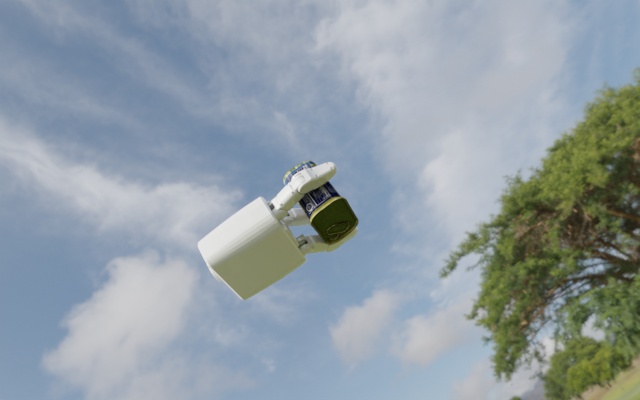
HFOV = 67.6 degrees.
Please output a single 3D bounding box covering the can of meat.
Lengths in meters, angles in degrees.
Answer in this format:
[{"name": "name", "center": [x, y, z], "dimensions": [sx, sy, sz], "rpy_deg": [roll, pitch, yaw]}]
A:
[{"name": "can of meat", "center": [0.000, 0.002, 0.670], "dimensions": [0.057, 0.084, 0.102], "rpy_deg": [-37, -32, -1]}]
